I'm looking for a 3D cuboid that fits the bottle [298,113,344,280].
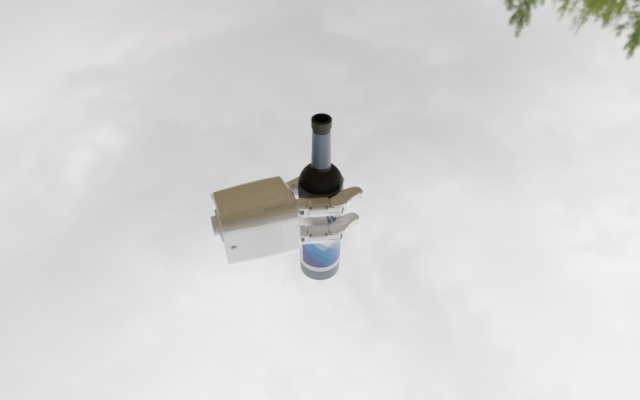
[{"bbox_3d":[0.000,0.002,0.714,0.069,0.296,0.069,0,43,0],"label":"bottle"}]
